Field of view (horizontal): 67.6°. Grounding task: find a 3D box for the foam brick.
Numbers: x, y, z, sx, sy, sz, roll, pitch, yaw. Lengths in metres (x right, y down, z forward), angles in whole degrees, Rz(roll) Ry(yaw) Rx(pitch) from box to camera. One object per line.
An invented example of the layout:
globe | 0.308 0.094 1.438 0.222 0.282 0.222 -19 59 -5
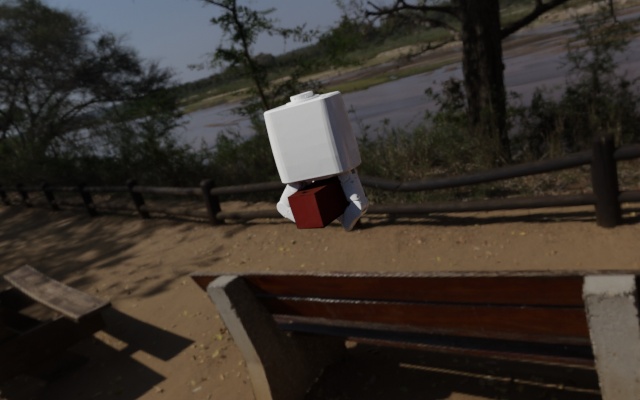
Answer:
foam brick | 0.000 0.002 0.688 0.053 0.051 0.078 -6 18 39
